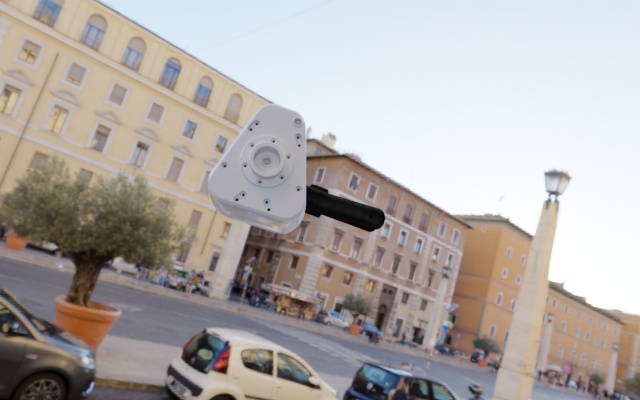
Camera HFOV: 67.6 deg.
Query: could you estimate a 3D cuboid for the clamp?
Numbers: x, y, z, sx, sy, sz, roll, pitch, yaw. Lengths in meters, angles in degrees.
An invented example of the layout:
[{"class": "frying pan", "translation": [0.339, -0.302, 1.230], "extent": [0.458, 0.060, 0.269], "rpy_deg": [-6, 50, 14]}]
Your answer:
[{"class": "clamp", "translation": [0.000, 0.001, 0.572], "extent": [0.171, 0.039, 0.120], "rpy_deg": [18, -9, -4]}]
